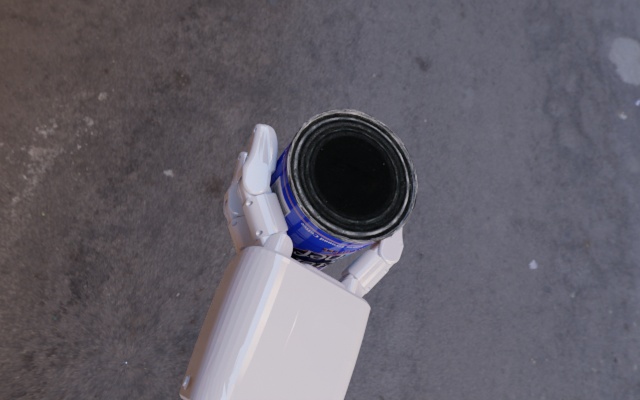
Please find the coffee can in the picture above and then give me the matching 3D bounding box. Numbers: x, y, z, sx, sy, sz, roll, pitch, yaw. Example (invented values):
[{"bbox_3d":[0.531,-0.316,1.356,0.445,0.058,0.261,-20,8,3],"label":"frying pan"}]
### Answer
[{"bbox_3d":[0.000,0.001,0.401,0.103,0.102,0.140,0,-17,-22],"label":"coffee can"}]
